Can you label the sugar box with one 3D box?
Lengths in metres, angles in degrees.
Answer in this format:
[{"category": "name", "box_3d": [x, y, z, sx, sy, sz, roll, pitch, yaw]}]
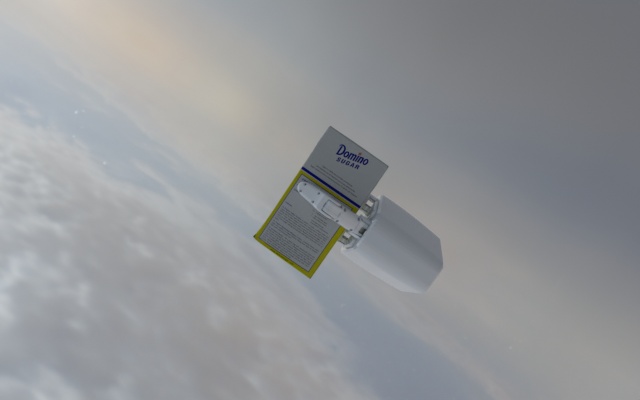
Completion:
[{"category": "sugar box", "box_3d": [0.000, 0.002, 0.621, 0.093, 0.176, 0.048, 35, 3, -1]}]
